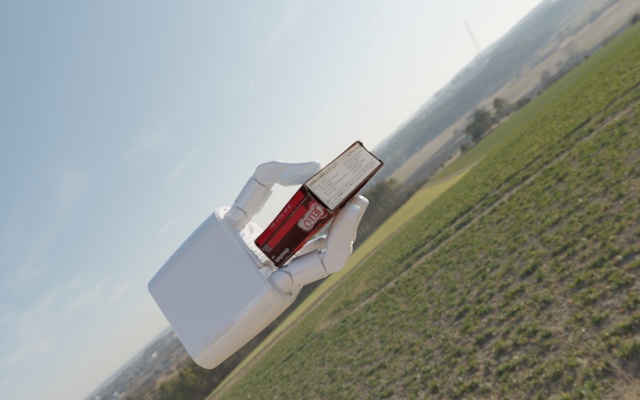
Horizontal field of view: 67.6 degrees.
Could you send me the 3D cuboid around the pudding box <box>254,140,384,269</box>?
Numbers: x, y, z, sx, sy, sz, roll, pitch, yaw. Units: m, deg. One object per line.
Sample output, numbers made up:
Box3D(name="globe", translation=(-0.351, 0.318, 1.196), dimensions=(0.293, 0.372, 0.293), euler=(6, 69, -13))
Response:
Box3D(name="pudding box", translation=(0.000, 0.001, 0.436), dimensions=(0.090, 0.039, 0.113), euler=(-46, -1, 39))
